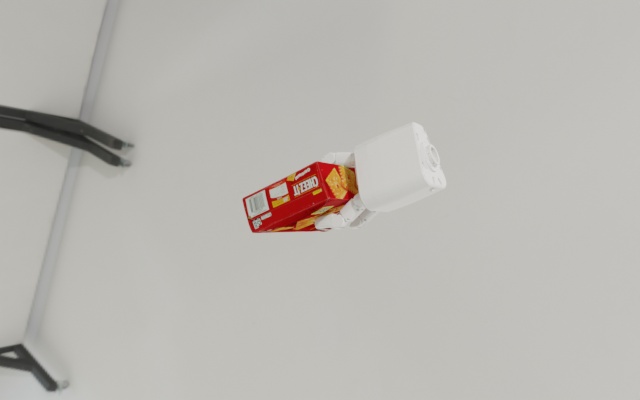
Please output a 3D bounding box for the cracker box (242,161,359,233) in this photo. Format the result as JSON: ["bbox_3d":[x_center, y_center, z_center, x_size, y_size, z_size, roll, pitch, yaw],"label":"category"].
[{"bbox_3d":[0.000,0.003,0.827,0.164,0.072,0.214,-24,-16,31],"label":"cracker box"}]
